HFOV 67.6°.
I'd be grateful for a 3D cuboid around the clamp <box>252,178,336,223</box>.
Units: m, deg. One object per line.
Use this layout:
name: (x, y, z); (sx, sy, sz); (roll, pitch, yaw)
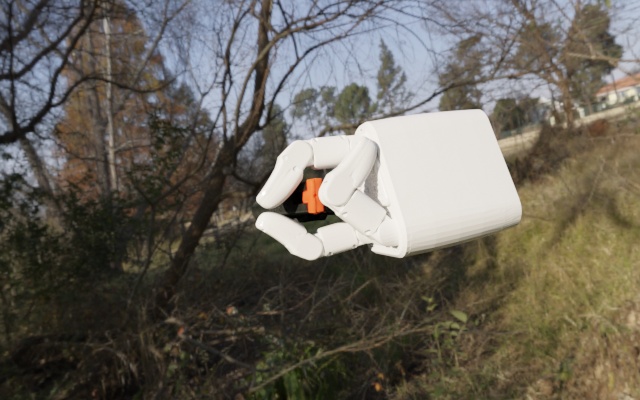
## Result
clamp: (0.000, 0.001, 0.459); (0.120, 0.039, 0.171); (-10, 0, -13)
